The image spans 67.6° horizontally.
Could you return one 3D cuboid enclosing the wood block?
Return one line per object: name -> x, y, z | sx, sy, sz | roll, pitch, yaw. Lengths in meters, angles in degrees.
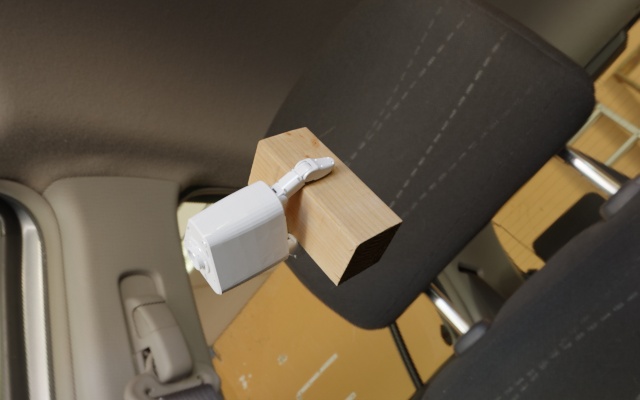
wood block -> 0.000, 0.002, 0.663 | 0.090, 0.091, 0.206 | -23, 59, -38
